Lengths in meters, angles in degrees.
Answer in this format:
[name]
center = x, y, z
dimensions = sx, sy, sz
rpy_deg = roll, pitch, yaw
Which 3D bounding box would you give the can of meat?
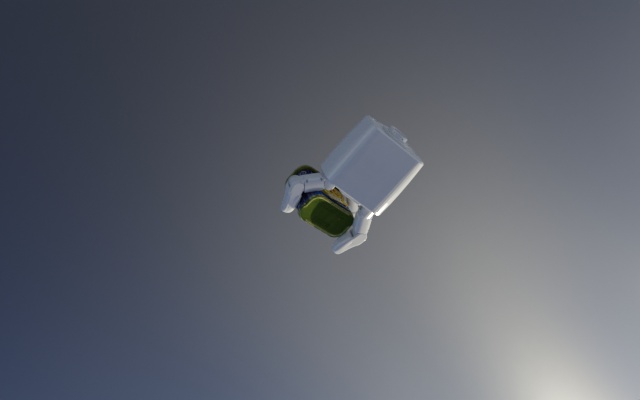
[can of meat]
center = 0.000, 0.003, 0.764
dimensions = 0.102, 0.057, 0.084
rpy_deg = 32, 20, -35
